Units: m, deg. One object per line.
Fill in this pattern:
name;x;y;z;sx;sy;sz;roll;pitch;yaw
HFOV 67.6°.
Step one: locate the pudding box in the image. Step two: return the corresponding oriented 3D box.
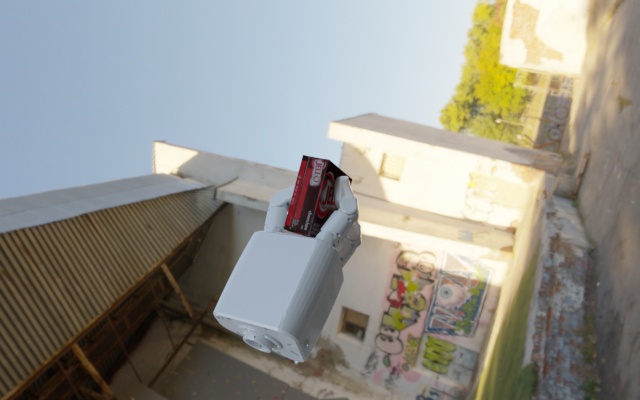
pudding box;0.000;0.002;0.582;0.039;0.090;0.113;14;-4;17
